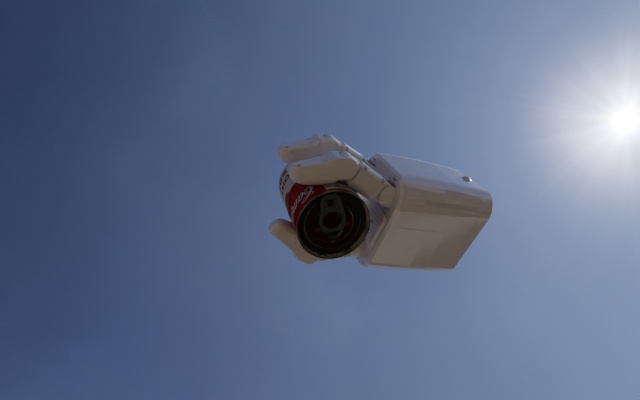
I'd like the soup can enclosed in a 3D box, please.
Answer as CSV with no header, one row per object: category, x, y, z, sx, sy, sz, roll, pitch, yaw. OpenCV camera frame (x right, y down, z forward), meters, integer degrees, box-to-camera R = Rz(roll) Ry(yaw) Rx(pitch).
soup can,-0.001,0.001,0.464,0.068,0.068,0.102,0,24,-15
